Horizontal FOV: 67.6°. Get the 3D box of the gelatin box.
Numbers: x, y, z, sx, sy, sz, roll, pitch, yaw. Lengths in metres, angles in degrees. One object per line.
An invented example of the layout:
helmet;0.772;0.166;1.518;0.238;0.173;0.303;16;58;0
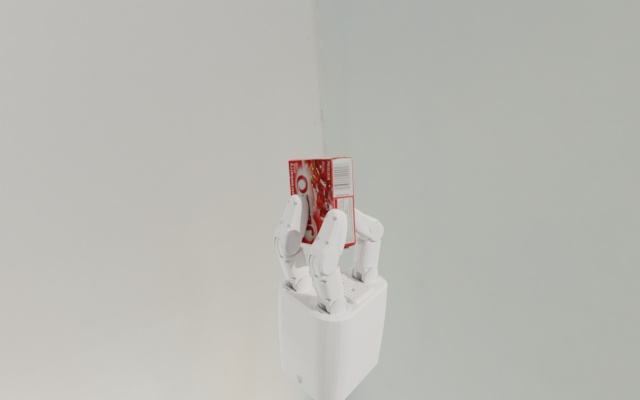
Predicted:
gelatin box;0.000;0.001;0.484;0.030;0.089;0.073;-7;6;-37
